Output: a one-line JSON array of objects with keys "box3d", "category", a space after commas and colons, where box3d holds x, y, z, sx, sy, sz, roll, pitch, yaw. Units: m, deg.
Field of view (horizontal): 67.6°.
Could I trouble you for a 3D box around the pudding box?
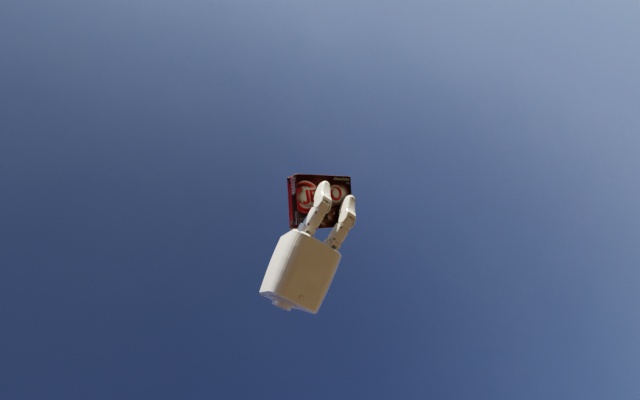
[{"box3d": [0.000, 0.003, 0.813, 0.113, 0.090, 0.039, 0, -6, -34], "category": "pudding box"}]
